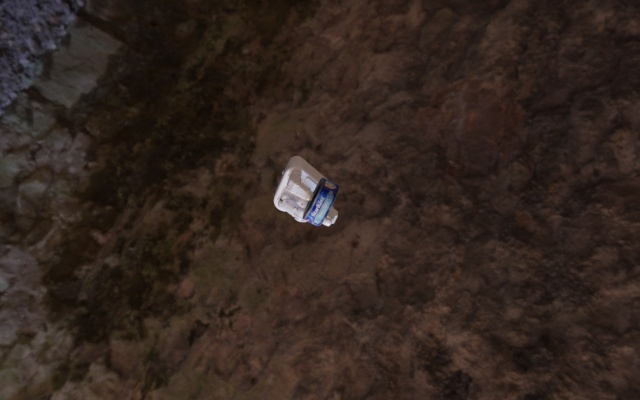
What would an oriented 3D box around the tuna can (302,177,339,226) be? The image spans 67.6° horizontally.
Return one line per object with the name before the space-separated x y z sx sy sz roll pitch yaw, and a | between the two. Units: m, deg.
tuna can | 0.001 0.003 0.873 0.034 0.086 0.086 26 -4 -7
